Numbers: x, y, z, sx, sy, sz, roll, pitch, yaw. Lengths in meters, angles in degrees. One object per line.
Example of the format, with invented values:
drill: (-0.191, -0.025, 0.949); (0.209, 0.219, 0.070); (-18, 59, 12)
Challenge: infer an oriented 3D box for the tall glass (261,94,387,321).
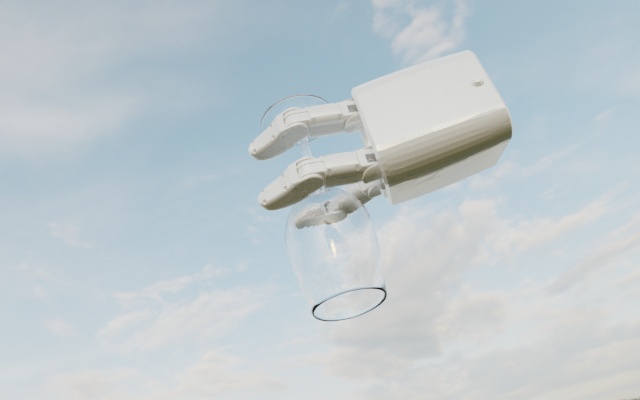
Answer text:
tall glass: (0.000, 0.001, 0.427); (0.079, 0.201, 0.079); (-11, -32, -7)
